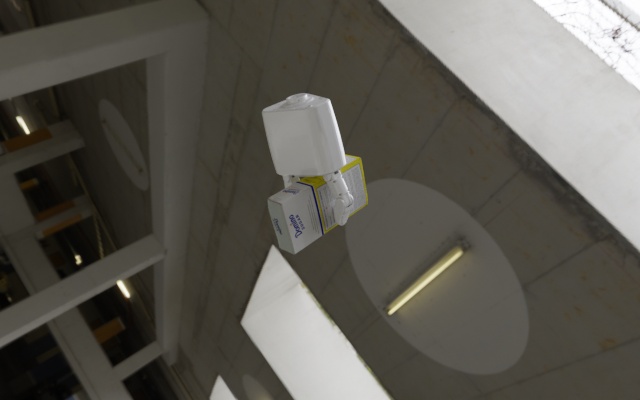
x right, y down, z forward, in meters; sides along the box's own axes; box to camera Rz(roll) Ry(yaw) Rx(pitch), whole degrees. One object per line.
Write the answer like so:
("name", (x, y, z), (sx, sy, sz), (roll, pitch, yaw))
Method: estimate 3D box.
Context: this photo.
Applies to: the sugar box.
("sugar box", (0.000, 0.002, 0.775), (0.176, 0.093, 0.048), (-30, 31, -32))
